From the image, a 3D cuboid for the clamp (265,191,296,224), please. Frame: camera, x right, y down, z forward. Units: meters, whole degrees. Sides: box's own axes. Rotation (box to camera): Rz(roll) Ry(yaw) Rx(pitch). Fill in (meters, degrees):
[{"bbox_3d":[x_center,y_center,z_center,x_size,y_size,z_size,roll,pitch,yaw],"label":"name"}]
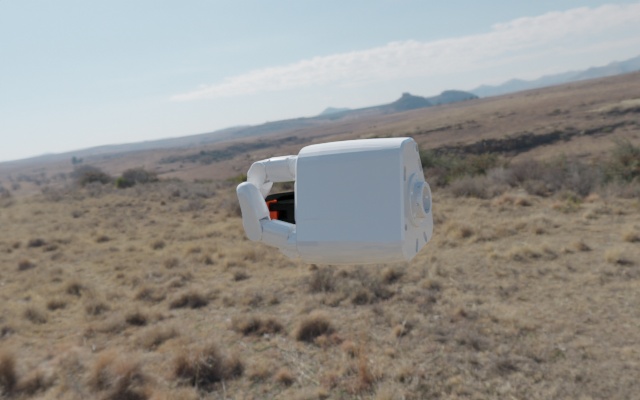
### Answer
[{"bbox_3d":[0.000,0.001,0.559,0.120,0.039,0.171,-3,11,29],"label":"clamp"}]
